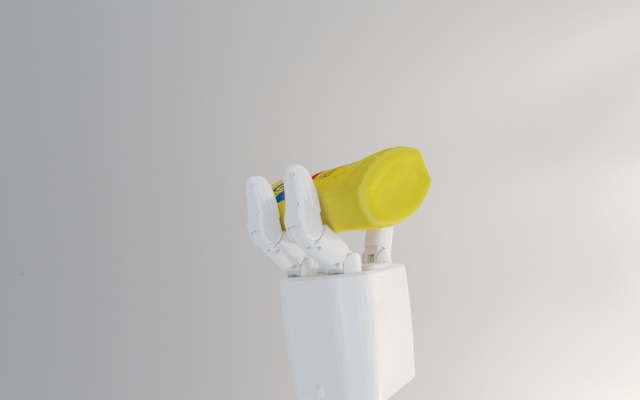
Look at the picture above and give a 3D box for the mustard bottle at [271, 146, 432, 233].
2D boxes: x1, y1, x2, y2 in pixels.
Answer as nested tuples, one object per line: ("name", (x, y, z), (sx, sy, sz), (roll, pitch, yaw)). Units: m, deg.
("mustard bottle", (0.000, 0.001, 0.443), (0.191, 0.058, 0.096), (-13, 16, 47))
